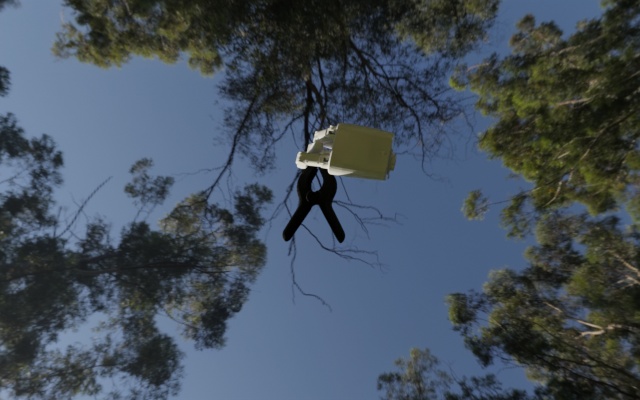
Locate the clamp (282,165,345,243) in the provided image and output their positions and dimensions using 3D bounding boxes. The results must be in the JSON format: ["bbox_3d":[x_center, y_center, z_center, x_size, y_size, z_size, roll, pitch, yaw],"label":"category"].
[{"bbox_3d":[0.000,0.003,0.900,0.120,0.171,0.039,10,-7,13],"label":"clamp"}]
